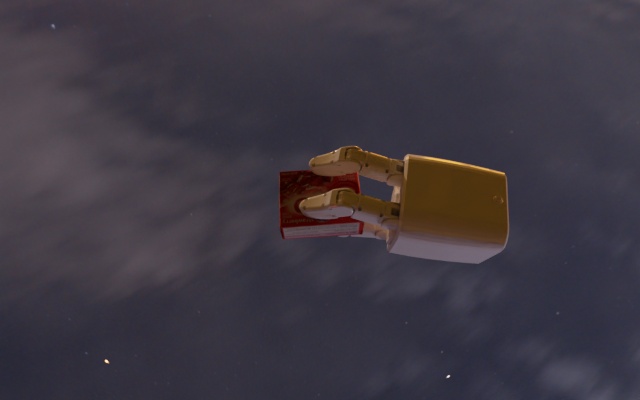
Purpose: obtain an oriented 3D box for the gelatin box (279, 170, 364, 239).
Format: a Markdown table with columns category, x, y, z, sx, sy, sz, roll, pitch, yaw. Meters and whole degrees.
| category | x | y | z | sx | sy | sz | roll | pitch | yaw |
| --- | --- | --- | --- | --- | --- | --- | --- | --- | --- |
| gelatin box | 0.000 | 0.002 | 0.521 | 0.089 | 0.073 | 0.030 | -4 | -33 | 0 |
